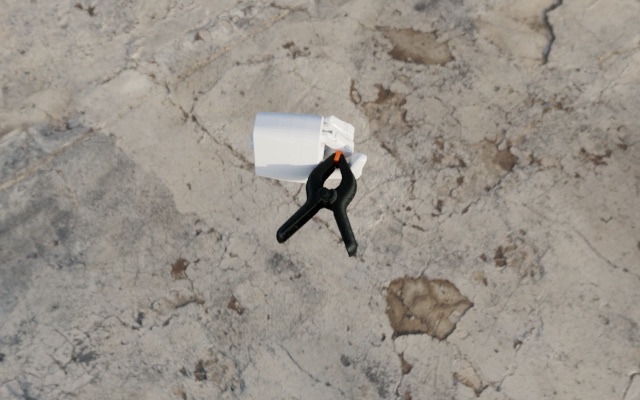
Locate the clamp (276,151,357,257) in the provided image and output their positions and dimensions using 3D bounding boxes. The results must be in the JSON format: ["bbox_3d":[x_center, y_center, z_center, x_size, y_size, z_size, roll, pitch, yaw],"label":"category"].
[{"bbox_3d":[0.000,0.002,0.722,0.120,0.171,0.039,5,-30,4],"label":"clamp"}]
